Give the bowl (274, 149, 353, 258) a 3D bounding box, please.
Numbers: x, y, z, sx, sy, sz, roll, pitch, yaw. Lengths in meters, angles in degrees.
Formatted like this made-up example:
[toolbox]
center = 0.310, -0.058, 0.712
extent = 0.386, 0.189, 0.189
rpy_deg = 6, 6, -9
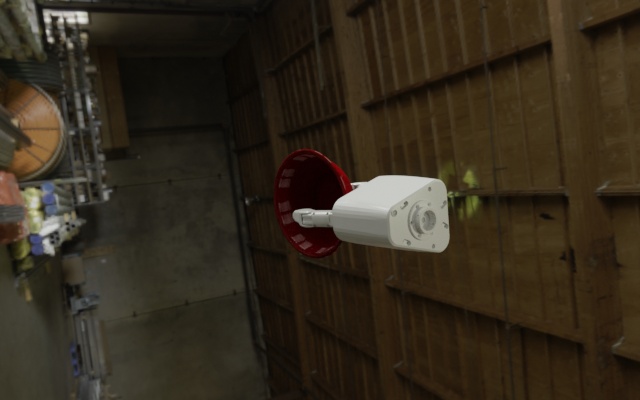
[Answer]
[bowl]
center = -0.001, 0.002, 0.717
extent = 0.055, 0.162, 0.162
rpy_deg = -12, 8, -44
